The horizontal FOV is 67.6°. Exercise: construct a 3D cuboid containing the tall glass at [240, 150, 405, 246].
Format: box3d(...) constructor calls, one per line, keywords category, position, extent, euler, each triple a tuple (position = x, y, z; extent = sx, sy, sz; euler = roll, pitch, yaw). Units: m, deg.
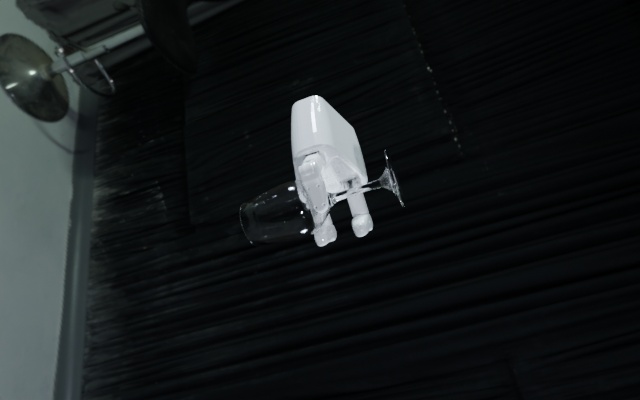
box3d(category="tall glass", position=(0.001, 0.002, 0.610), extent=(0.201, 0.079, 0.079), euler=(-18, -4, 13))
